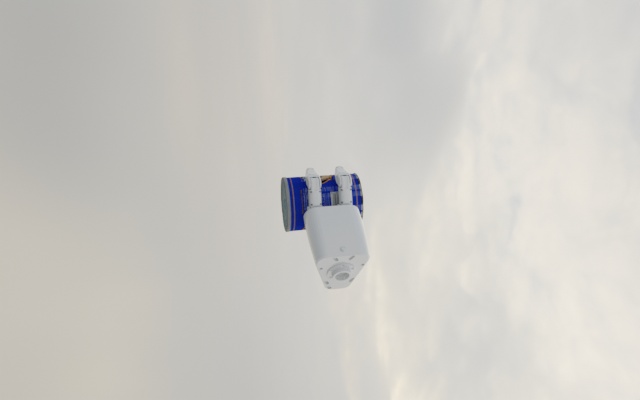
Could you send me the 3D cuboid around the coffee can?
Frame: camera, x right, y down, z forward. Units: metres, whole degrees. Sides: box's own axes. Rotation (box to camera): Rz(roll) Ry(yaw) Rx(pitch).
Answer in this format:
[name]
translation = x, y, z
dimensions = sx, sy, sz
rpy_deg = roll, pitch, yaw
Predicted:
[coffee can]
translation = 0.000, 0.003, 0.900
dimensions = 0.140, 0.103, 0.103
rpy_deg = -4, 1, -10
